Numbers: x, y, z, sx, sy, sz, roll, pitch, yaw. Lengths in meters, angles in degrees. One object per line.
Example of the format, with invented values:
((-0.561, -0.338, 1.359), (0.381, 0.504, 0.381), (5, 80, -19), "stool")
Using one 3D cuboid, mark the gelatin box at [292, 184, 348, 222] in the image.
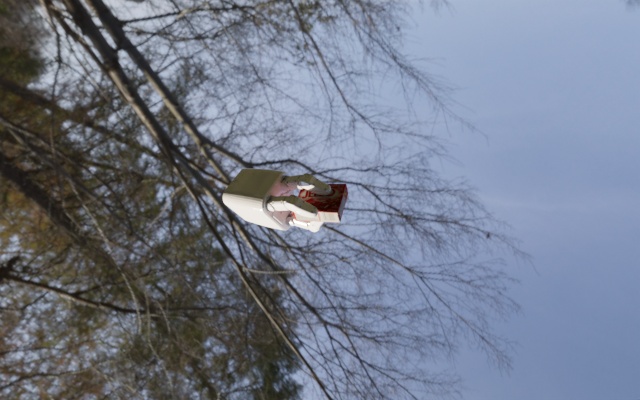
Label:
((0.001, 0.003, 0.877), (0.089, 0.073, 0.030), (1, -43, 19), "gelatin box")
